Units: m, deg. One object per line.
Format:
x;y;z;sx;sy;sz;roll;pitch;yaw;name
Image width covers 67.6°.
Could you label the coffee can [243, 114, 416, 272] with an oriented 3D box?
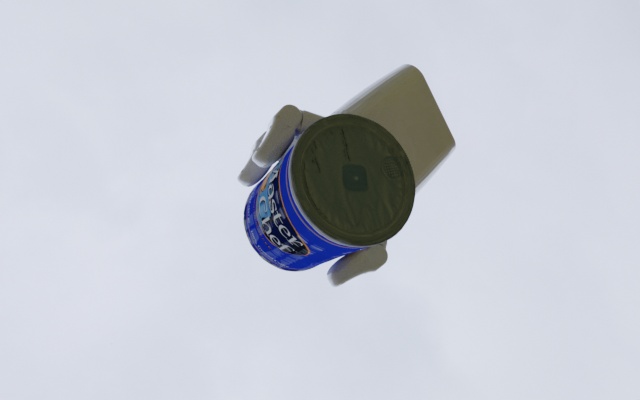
0.000;0.001;0.412;0.103;0.102;0.140;0;-15;-23;coffee can
